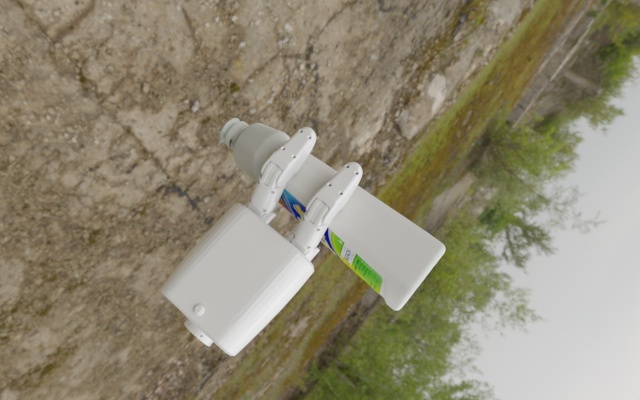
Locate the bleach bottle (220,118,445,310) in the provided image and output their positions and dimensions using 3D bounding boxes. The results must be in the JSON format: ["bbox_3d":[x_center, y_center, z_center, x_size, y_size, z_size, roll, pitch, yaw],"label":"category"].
[{"bbox_3d":[0.000,0.002,0.481,0.251,0.068,0.103,38,-16,15],"label":"bleach bottle"}]
